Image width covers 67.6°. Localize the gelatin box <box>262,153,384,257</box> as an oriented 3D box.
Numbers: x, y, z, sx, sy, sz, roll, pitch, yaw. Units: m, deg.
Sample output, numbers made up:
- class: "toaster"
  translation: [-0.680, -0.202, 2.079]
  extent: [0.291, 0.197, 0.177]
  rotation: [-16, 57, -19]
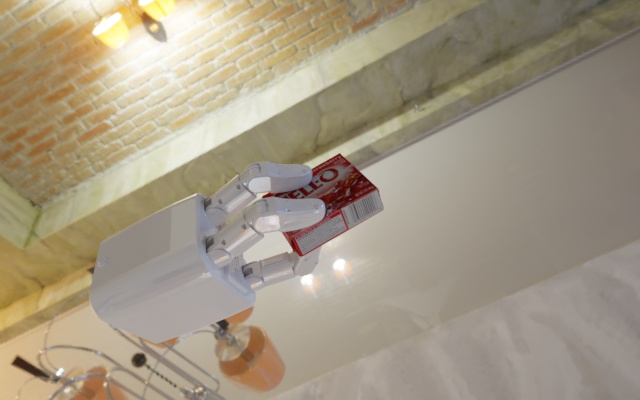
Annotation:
- class: "gelatin box"
  translation: [0.001, 0.002, 0.433]
  extent: [0.089, 0.030, 0.073]
  rotation: [-29, 39, -9]
